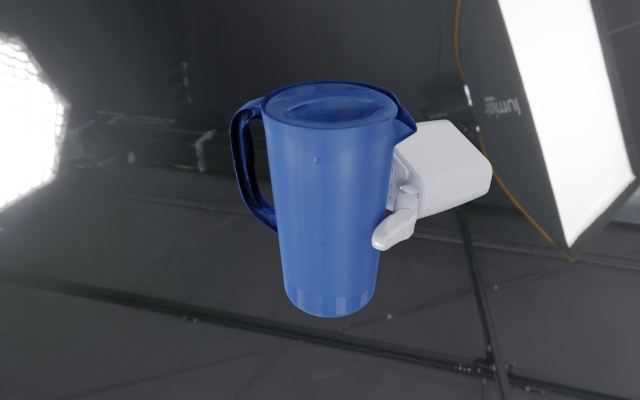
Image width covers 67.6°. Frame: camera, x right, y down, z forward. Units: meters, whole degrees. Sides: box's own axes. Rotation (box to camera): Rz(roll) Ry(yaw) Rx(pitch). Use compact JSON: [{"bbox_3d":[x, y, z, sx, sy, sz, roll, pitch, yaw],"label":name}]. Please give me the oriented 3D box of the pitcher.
[{"bbox_3d":[0.000,0.002,0.514,0.145,0.243,0.149,-17,35,-25],"label":"pitcher"}]
